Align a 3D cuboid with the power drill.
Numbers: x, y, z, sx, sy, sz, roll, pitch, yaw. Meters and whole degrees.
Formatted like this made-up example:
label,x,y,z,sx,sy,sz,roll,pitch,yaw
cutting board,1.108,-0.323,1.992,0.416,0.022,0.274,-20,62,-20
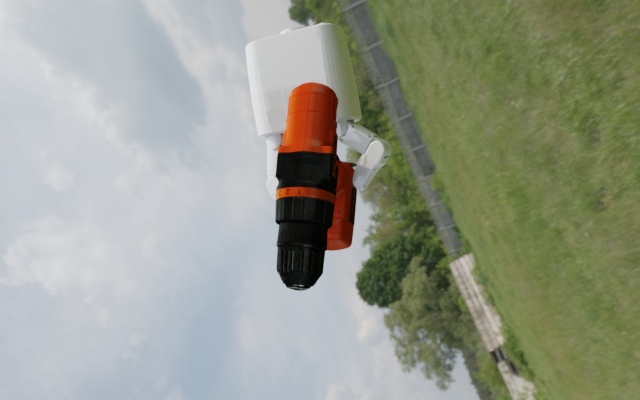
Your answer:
label,x,y,z,sx,sy,sz,roll,pitch,yaw
power drill,0.000,0.001,0.482,0.057,0.184,0.188,4,-13,9
